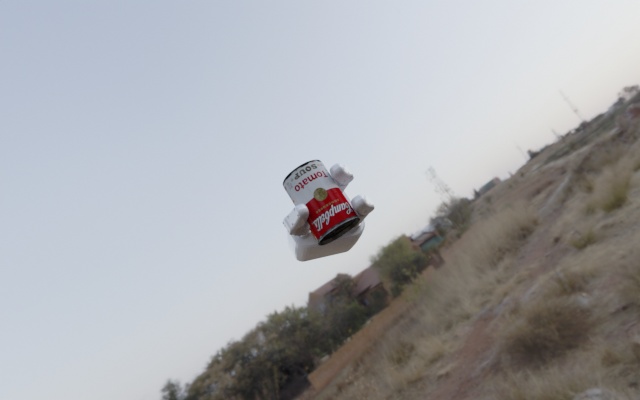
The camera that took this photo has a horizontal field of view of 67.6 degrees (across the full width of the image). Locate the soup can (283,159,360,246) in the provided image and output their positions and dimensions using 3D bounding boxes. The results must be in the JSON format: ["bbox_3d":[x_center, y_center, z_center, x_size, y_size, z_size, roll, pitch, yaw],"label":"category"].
[{"bbox_3d":[0.000,0.002,0.668,0.068,0.102,0.068,-30,-16,-10],"label":"soup can"}]
